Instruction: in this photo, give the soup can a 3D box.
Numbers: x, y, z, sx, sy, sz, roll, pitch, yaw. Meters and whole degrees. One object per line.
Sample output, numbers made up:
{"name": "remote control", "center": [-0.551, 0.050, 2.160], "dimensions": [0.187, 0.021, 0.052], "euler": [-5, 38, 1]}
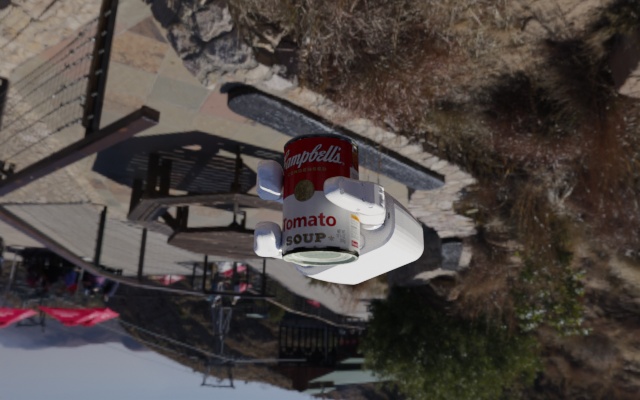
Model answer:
{"name": "soup can", "center": [0.000, 0.001, 0.417], "dimensions": [0.068, 0.102, 0.068], "euler": [1, -18, 0]}
